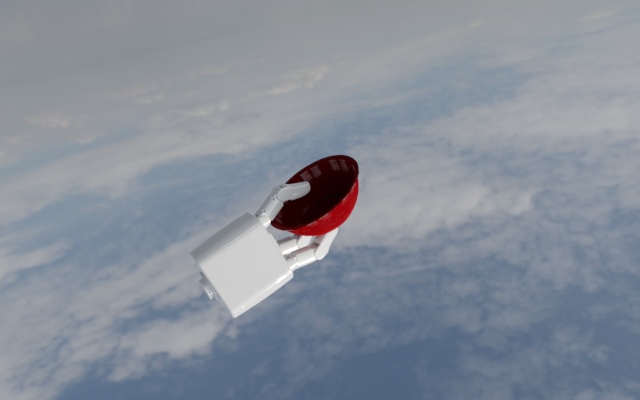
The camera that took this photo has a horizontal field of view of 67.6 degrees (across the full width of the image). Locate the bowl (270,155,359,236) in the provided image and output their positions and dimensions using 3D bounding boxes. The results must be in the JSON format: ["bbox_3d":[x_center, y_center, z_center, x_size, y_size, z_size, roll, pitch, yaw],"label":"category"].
[{"bbox_3d":[0.001,0.002,0.740,0.162,0.162,0.055,0,-43,46],"label":"bowl"}]
